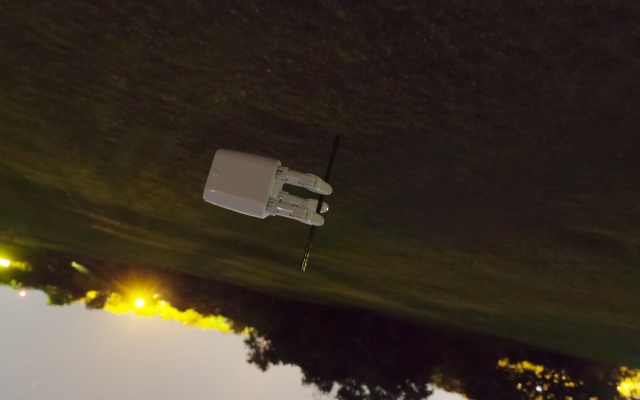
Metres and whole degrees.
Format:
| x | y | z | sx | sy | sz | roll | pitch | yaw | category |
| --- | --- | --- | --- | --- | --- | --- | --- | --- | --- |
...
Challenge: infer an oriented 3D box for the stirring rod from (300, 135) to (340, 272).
| x | y | z | sx | sy | sz | roll | pitch | yaw | category |
| --- | --- | --- | --- | --- | --- | --- | --- | --- | --- |
| 0.000 | 0.003 | 0.809 | 0.011 | 0.239 | 0.011 | 14 | -10 | 3 | stirring rod |
